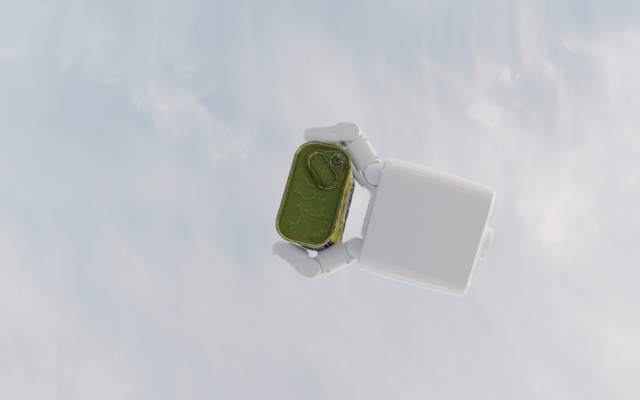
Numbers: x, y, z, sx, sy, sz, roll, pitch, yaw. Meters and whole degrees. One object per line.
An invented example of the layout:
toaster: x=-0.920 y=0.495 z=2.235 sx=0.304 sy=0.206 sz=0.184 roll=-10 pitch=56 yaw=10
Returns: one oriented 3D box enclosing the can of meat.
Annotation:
can of meat: x=0.000 y=0.002 z=0.493 sx=0.057 sy=0.102 sz=0.084 roll=13 pitch=-10 yaw=13
